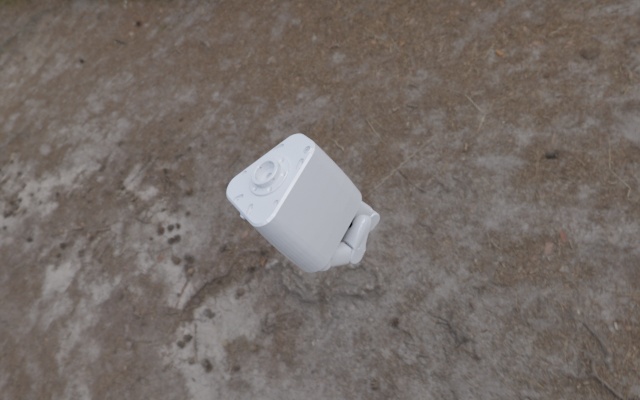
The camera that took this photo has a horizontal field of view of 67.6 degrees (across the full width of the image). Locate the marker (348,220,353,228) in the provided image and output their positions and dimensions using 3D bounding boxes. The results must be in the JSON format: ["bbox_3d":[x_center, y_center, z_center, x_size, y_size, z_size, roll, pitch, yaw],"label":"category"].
[{"bbox_3d":[0.000,0.002,0.594,0.020,0.020,0.121,0,26,-38],"label":"marker"}]
